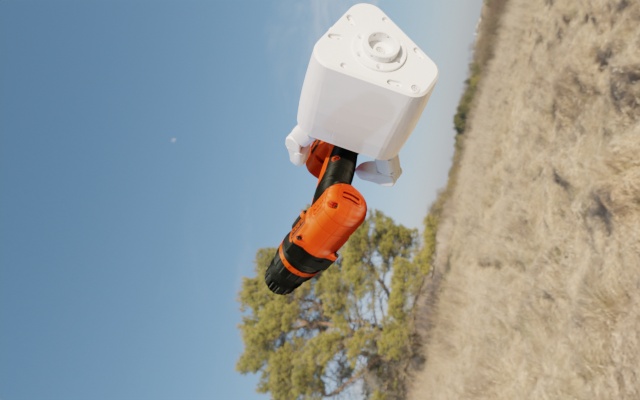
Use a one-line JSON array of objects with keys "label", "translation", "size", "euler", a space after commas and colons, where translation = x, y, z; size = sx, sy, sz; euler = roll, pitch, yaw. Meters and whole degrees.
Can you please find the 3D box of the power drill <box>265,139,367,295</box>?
[{"label": "power drill", "translation": [0.000, 0.001, 0.548], "size": [0.057, 0.187, 0.184], "euler": [26, -44, -15]}]
